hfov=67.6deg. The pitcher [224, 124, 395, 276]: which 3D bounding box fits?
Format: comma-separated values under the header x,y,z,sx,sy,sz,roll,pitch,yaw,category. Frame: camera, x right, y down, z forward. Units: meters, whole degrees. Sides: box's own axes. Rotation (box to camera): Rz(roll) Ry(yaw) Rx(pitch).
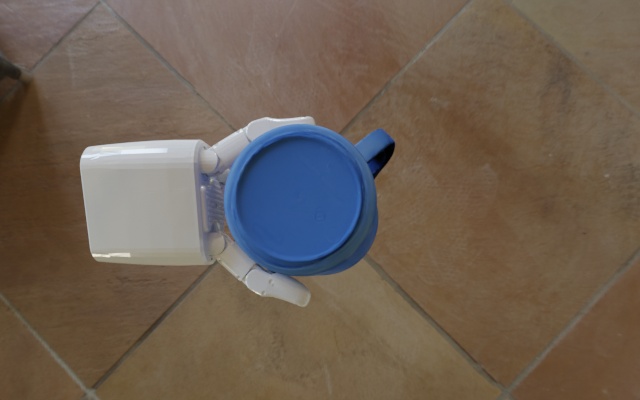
x,y,z,sx,sy,sz,roll,pitch,yaw,category
0.000,0.002,0.444,0.145,0.149,0.243,1,-5,4,pitcher
